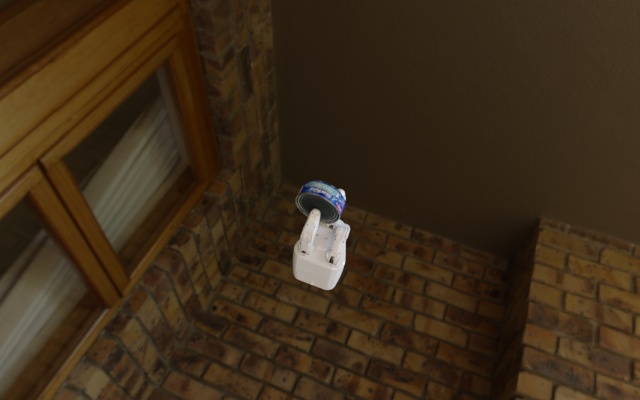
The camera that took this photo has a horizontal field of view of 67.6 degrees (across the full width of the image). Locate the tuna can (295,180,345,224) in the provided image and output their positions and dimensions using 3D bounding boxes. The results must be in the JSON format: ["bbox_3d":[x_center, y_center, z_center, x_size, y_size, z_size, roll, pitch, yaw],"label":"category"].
[{"bbox_3d":[0.000,0.002,0.853,0.086,0.033,0.086,19,-31,12],"label":"tuna can"}]
